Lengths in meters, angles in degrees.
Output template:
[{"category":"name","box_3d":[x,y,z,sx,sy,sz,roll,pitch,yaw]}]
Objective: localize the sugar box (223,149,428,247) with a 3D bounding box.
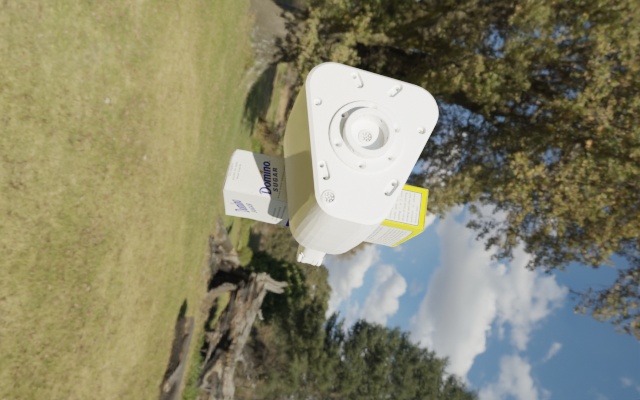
[{"category":"sugar box","box_3d":[0.000,0.001,0.449,0.176,0.048,0.093,14,-17,-6]}]
